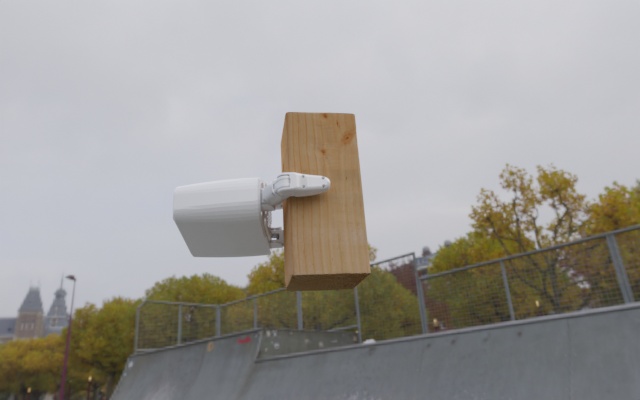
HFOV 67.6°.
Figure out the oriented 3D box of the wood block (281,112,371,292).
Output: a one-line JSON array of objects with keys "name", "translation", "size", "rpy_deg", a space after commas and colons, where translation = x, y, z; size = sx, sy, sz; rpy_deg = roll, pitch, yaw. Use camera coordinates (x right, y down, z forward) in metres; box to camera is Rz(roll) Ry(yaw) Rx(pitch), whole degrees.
[{"name": "wood block", "translation": [0.000, 0.002, 0.598], "size": [0.090, 0.206, 0.091], "rpy_deg": [0, -21, -10]}]
